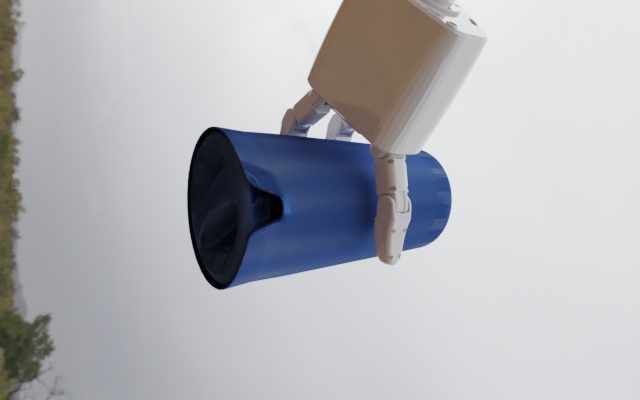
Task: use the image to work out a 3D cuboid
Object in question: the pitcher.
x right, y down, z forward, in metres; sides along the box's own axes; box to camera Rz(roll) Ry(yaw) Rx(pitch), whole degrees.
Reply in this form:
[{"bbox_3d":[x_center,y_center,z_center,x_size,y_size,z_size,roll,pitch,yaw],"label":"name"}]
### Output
[{"bbox_3d":[0.000,0.001,0.463,0.243,0.145,0.149,-2,44,-34],"label":"pitcher"}]
